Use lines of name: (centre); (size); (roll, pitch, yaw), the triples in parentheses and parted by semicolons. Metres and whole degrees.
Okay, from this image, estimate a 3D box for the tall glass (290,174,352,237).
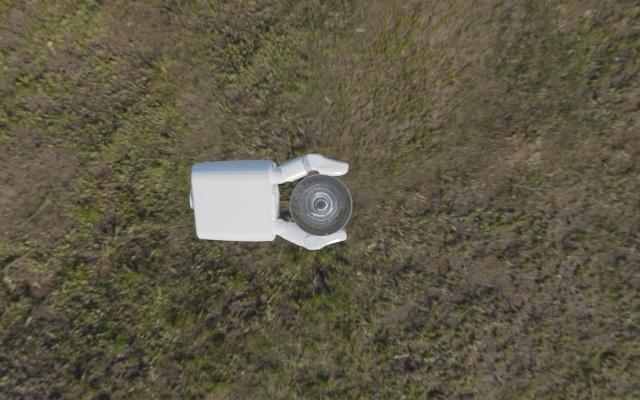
tall glass: (0.000, 0.002, 0.662); (0.079, 0.079, 0.201); (0, 2, 0)
